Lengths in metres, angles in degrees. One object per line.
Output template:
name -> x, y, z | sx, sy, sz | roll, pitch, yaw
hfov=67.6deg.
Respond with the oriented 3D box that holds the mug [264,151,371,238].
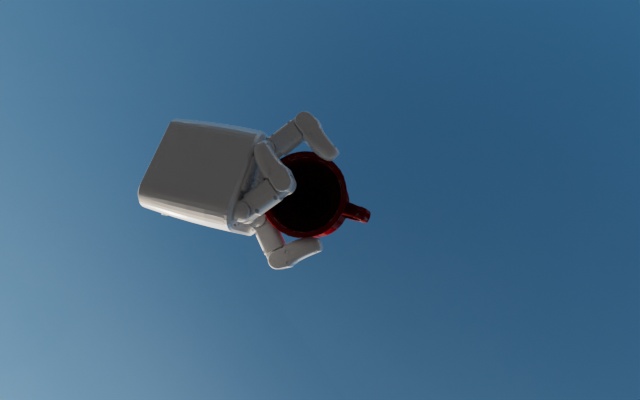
mug -> 0.002, 0.002, 0.539 | 0.117, 0.093, 0.081 | 14, -5, 12
